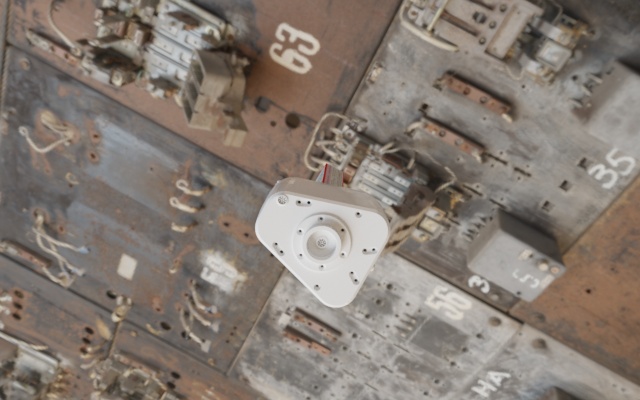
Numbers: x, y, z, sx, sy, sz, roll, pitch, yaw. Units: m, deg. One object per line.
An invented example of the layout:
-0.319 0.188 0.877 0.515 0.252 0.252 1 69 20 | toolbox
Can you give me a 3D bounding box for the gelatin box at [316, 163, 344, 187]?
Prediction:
0.000 0.002 0.588 0.030 0.073 0.089 27 19 -7 | gelatin box
